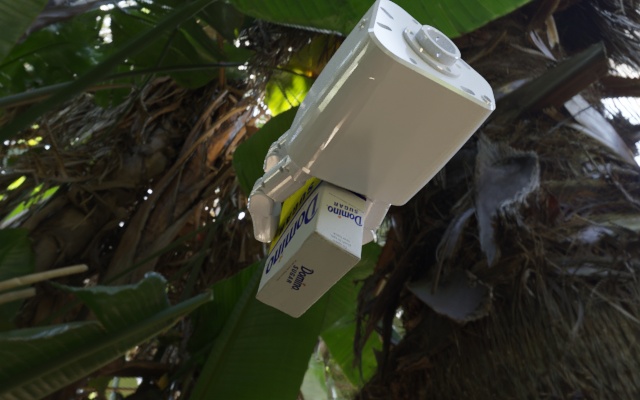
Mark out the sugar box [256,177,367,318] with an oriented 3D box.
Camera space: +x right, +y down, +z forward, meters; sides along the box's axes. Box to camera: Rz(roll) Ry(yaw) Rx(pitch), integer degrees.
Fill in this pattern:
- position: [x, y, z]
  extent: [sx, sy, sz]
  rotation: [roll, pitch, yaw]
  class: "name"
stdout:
- position: [0.000, 0.001, 0.410]
  extent: [0.048, 0.176, 0.093]
  rotation: [30, -51, -13]
  class: "sugar box"
